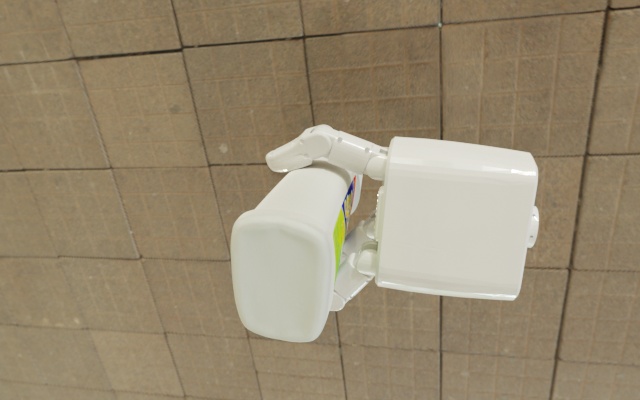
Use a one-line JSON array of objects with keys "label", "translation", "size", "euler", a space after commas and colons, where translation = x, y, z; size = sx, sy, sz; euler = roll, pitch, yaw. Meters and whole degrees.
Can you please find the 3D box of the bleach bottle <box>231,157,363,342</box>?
[{"label": "bleach bottle", "translation": [0.000, 0.001, 0.416], "size": [0.068, 0.103, 0.250], "euler": [8, 28, 10]}]
